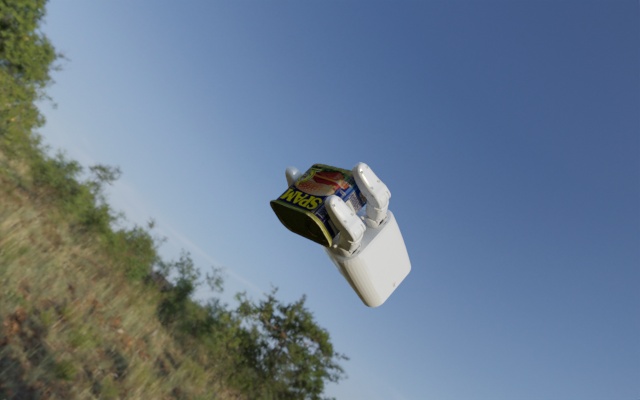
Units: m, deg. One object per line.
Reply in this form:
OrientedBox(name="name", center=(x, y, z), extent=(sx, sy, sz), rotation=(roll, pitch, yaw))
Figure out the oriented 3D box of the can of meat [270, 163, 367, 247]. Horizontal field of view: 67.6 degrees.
OrientedBox(name="can of meat", center=(0.000, 0.002, 0.605), extent=(0.084, 0.057, 0.102), rotation=(-45, 37, -22))
